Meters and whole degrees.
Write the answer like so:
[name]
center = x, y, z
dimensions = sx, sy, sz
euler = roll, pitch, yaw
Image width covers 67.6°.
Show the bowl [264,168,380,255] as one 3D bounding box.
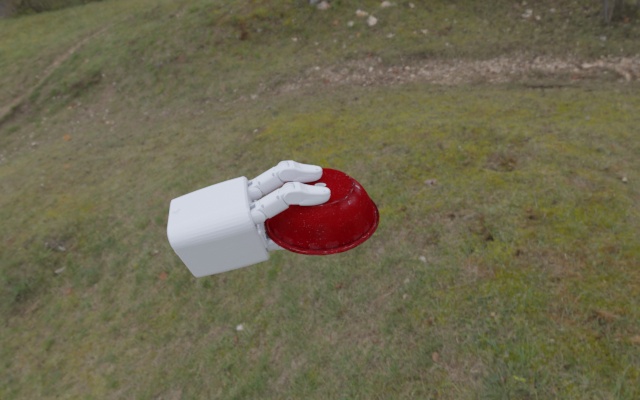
[bowl]
center = 0.001, 0.001, 0.652
dimensions = 0.162, 0.055, 0.162
euler = -3, 35, 2
